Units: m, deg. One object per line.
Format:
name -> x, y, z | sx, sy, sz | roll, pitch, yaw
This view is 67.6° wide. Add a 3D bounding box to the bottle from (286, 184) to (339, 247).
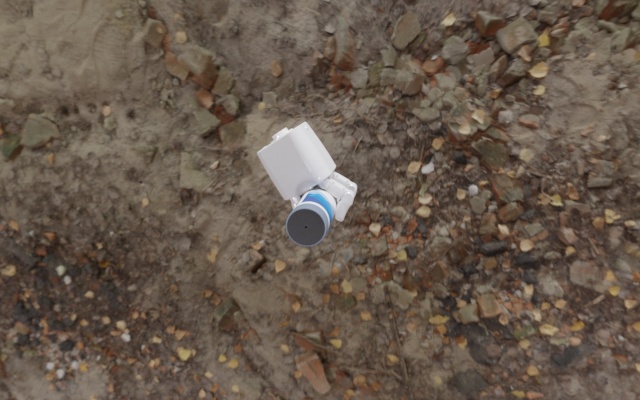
bottle -> 0.000, 0.003, 0.898 | 0.069, 0.069, 0.295 | 0, 16, 10
